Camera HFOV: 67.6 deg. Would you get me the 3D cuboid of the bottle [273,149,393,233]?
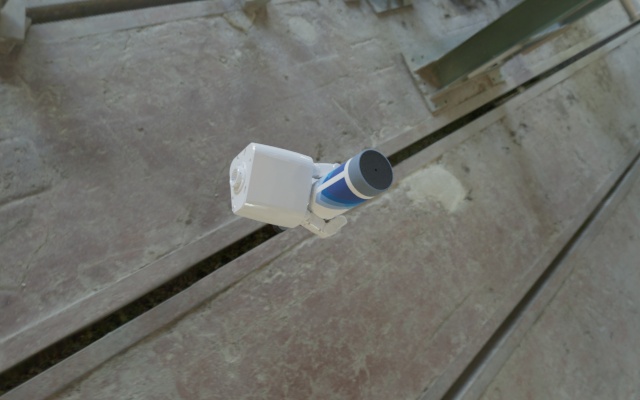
[{"bbox_3d":[0.000,0.003,0.803,0.069,0.069,0.296,0,-19,-35],"label":"bottle"}]
